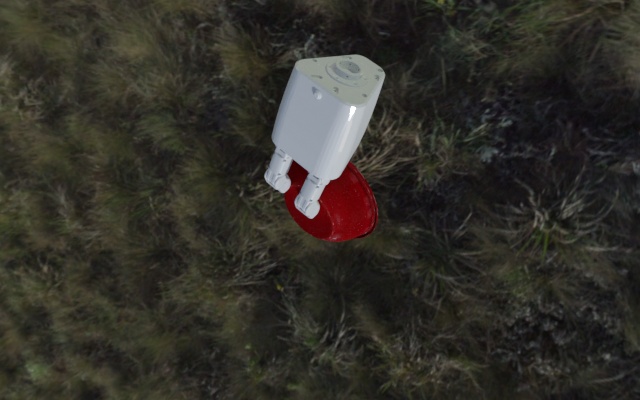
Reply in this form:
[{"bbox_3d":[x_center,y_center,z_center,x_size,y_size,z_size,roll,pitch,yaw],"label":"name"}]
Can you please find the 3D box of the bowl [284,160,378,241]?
[{"bbox_3d":[0.000,0.003,0.673,0.055,0.162,0.162,-40,24,-32],"label":"bowl"}]
